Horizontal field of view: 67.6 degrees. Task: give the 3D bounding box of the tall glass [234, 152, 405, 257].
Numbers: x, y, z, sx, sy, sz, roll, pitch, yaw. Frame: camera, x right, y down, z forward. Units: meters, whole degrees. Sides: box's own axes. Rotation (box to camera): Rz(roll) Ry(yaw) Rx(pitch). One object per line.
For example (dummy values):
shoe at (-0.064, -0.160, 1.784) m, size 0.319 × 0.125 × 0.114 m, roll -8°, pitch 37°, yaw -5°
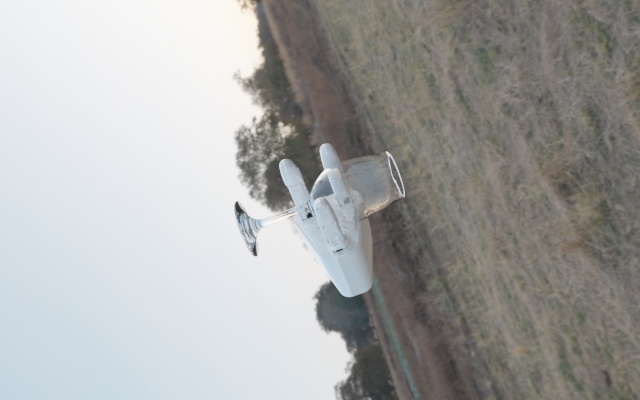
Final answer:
tall glass at (-0.001, 0.002, 0.594) m, size 0.201 × 0.079 × 0.079 m, roll -20°, pitch -1°, yaw 3°
